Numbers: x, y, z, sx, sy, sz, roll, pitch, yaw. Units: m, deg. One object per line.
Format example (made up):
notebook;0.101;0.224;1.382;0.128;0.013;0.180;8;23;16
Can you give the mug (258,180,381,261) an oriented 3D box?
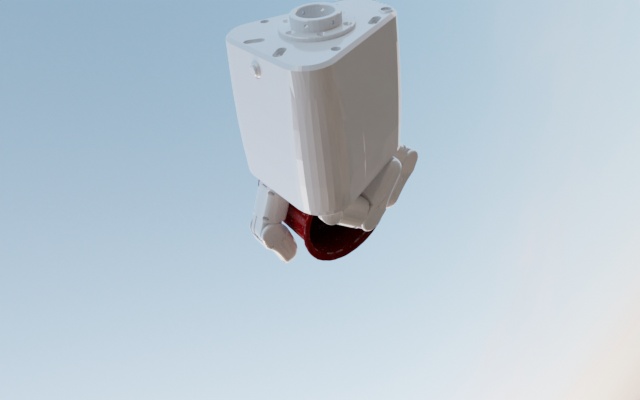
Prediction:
mug;0.000;0.002;0.427;0.093;0.117;0.081;-29;46;-26
